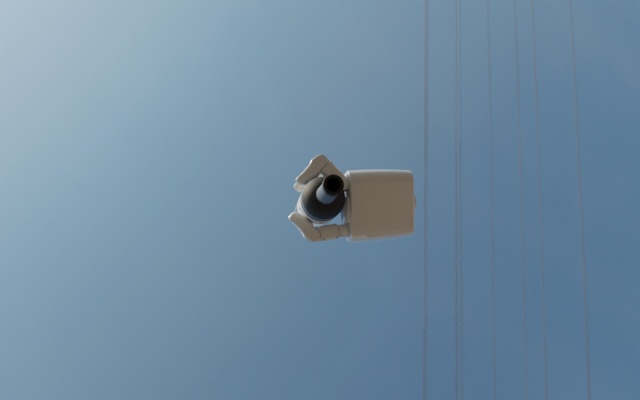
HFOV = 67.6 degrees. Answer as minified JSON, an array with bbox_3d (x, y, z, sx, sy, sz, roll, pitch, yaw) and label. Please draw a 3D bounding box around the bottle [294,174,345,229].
[{"bbox_3d":[0.000,0.003,0.757,0.069,0.069,0.296,0,-9,-7],"label":"bottle"}]
